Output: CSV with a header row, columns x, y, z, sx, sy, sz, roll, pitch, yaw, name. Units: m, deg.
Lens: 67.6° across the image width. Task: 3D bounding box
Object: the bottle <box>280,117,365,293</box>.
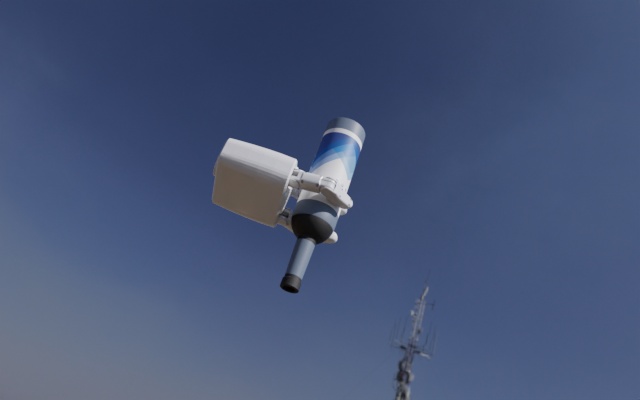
x,y,z,sx,sy,sz,roll,pitch,yaw,name
0.000,0.002,0.727,0.069,0.295,0.069,15,-31,9,bottle
